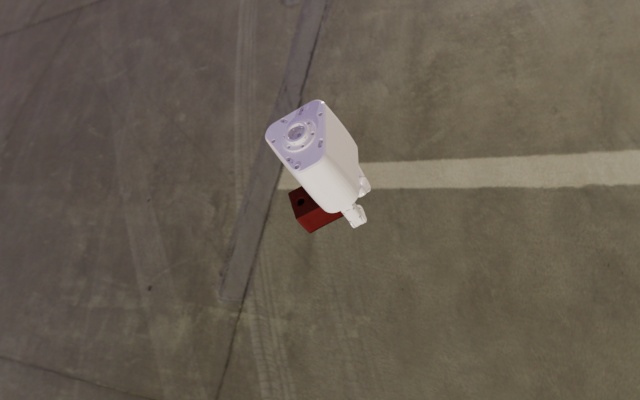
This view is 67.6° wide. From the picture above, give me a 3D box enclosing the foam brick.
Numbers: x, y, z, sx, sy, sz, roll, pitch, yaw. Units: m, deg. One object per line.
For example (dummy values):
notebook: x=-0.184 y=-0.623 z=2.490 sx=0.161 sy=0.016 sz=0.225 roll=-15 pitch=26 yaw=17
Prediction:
foam brick: x=0.000 y=0.003 z=0.711 sx=0.078 sy=0.053 sz=0.051 roll=-28 pitch=-37 yaw=12
